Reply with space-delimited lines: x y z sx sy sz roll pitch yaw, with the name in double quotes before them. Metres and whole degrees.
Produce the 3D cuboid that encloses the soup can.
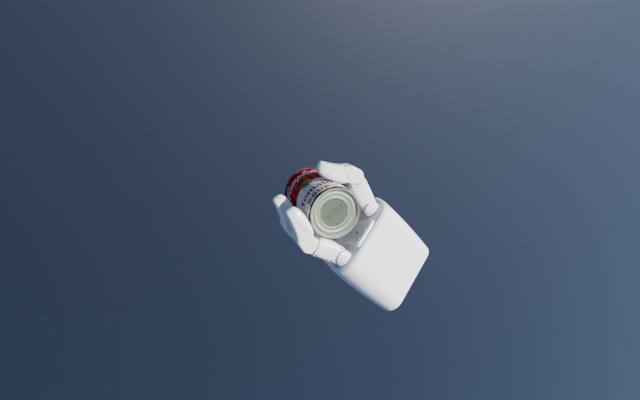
"soup can" 0.000 0.002 0.615 0.068 0.068 0.102 0 16 -21
